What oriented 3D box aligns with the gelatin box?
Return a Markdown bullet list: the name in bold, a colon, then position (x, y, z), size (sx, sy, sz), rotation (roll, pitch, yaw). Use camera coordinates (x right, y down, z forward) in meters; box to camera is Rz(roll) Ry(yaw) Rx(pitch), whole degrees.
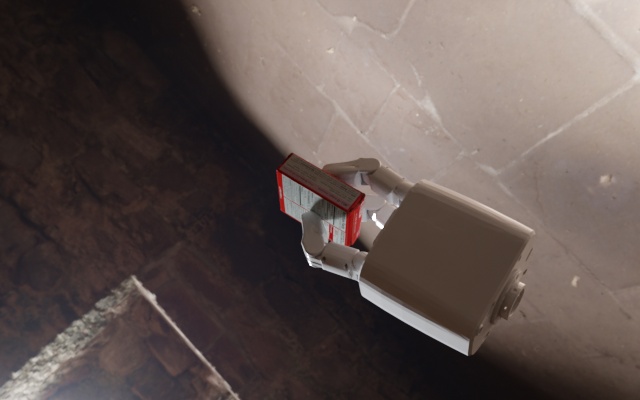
- **gelatin box**: position (0.000, 0.002, 0.481), size (0.089, 0.030, 0.073), rotation (30, -29, 18)
